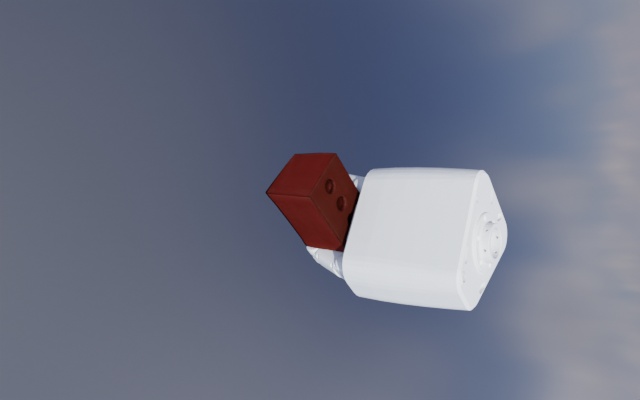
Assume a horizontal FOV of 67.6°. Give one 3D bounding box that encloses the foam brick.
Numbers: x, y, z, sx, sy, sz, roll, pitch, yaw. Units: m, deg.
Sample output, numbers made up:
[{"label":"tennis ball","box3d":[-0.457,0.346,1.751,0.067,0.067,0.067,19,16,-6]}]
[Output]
[{"label":"foam brick","box3d":[0.000,0.001,0.433,0.051,0.053,0.078,3,-40,41]}]
